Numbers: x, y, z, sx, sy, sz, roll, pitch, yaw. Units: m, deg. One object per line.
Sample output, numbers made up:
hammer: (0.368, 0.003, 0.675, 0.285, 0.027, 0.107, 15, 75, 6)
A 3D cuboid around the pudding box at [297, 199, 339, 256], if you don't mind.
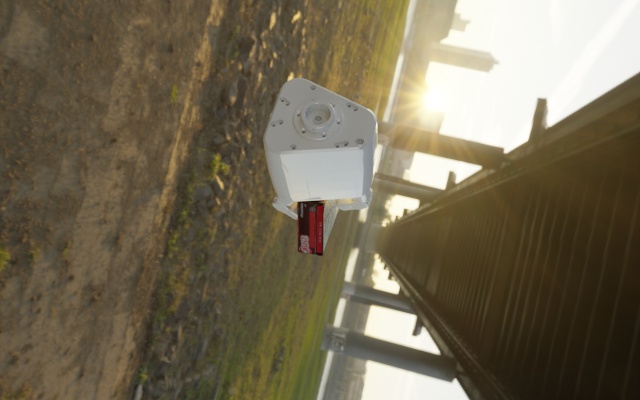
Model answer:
pudding box: (0.000, 0.002, 0.622, 0.039, 0.090, 0.113, 12, 39, 11)
